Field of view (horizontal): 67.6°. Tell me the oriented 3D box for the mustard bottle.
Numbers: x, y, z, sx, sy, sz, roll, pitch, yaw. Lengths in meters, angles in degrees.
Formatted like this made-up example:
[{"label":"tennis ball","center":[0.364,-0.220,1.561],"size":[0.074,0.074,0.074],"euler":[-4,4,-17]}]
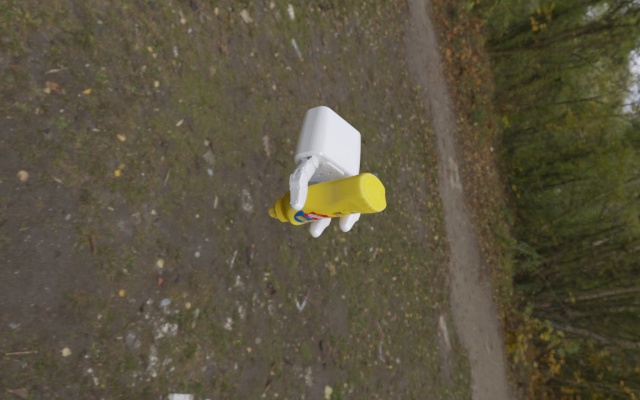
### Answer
[{"label":"mustard bottle","center":[0.000,0.003,0.763],"size":[0.191,0.058,0.096],"euler":[-10,-13,27]}]
